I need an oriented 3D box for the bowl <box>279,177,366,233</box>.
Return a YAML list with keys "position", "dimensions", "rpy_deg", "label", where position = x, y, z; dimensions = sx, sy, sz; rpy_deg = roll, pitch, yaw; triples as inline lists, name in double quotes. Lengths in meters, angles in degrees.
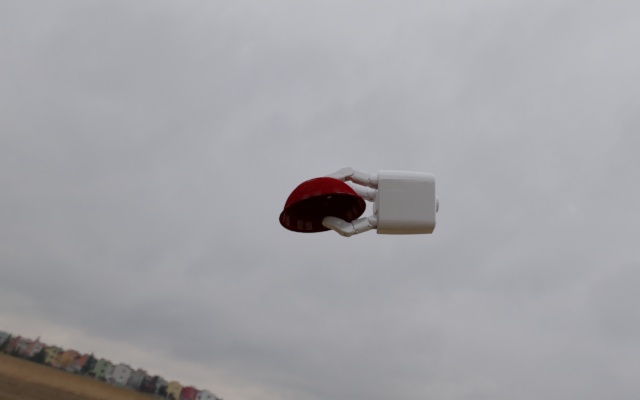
- position: [-0.001, 0.003, 0.878]
  dimensions: [0.162, 0.055, 0.162]
  rpy_deg: [-9, -26, -5]
  label: "bowl"
